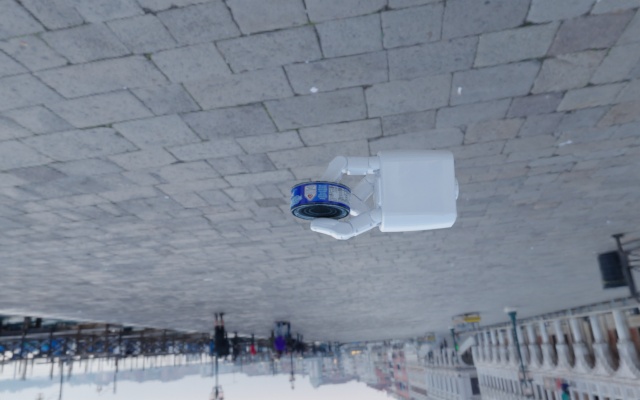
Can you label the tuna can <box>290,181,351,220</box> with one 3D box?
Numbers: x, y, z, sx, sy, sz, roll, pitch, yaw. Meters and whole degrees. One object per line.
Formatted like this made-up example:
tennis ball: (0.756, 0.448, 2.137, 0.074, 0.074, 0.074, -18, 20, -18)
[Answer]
tuna can: (0.000, 0.003, 0.672, 0.086, 0.033, 0.086, 1, -18, 0)
